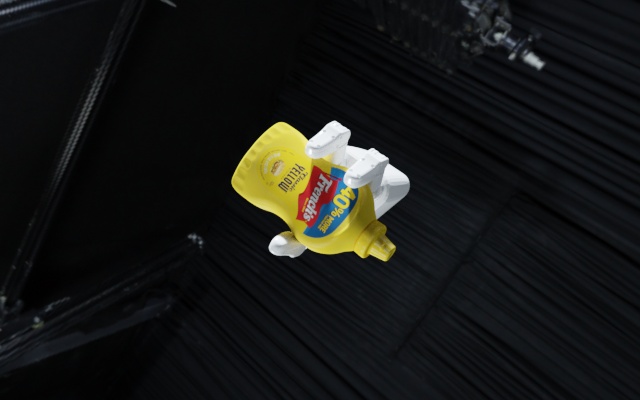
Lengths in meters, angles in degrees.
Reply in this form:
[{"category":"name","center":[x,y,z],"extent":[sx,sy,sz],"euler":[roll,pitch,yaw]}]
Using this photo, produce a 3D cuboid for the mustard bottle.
[{"category":"mustard bottle","center":[0.000,0.002,0.520],"extent":[0.191,0.096,0.058],"euler":[37,-6,19]}]
